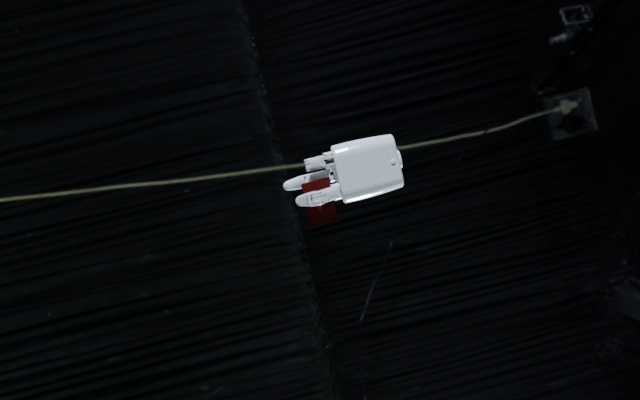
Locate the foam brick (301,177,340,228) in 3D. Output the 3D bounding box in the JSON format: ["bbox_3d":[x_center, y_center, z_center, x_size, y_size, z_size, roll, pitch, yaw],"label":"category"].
[{"bbox_3d":[0.000,0.003,0.834,0.051,0.078,0.053,-13,5,0],"label":"foam brick"}]
